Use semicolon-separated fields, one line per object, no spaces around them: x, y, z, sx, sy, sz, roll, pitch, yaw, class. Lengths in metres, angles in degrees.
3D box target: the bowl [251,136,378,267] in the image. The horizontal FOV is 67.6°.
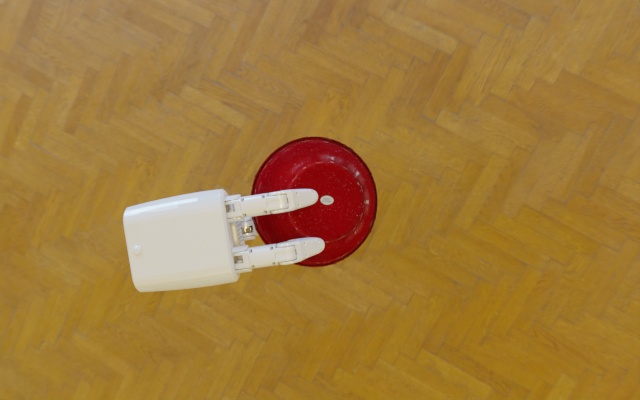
0.001;0.001;0.565;0.162;0.162;0.055;0;0;-14;bowl
